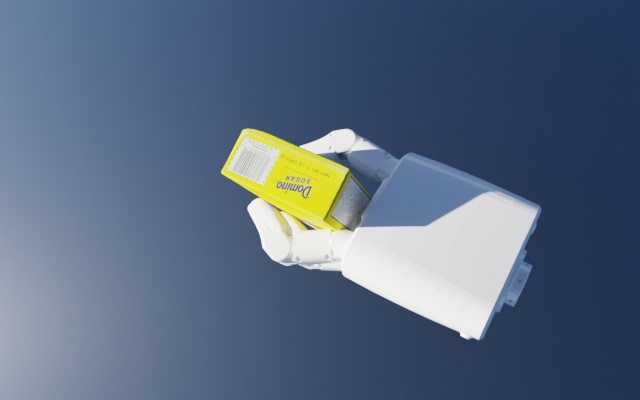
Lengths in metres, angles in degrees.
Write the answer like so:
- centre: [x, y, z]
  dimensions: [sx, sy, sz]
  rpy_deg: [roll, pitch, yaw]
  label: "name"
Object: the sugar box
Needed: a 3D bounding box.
- centre: [0.000, 0.002, 0.411]
  dimensions: [0.093, 0.048, 0.176]
  rpy_deg: [25, -8, 24]
  label: "sugar box"
